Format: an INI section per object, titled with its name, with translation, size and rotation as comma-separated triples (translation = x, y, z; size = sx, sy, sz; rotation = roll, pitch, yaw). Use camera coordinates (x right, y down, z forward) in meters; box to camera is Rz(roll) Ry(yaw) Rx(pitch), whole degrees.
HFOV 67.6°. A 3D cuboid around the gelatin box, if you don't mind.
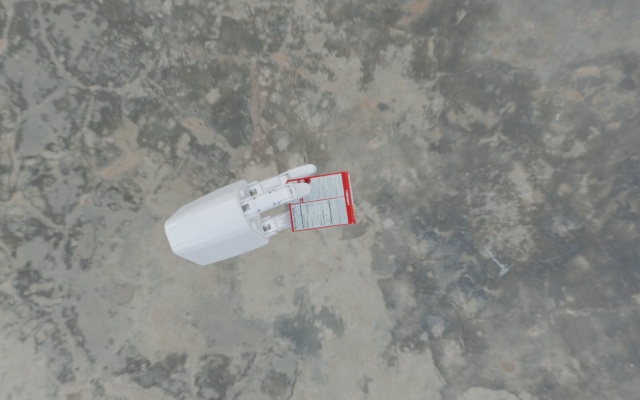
[gelatin box]
translation = 0.000, 0.002, 0.662
size = 0.089, 0.073, 0.030
rotation = -9, -3, 10
